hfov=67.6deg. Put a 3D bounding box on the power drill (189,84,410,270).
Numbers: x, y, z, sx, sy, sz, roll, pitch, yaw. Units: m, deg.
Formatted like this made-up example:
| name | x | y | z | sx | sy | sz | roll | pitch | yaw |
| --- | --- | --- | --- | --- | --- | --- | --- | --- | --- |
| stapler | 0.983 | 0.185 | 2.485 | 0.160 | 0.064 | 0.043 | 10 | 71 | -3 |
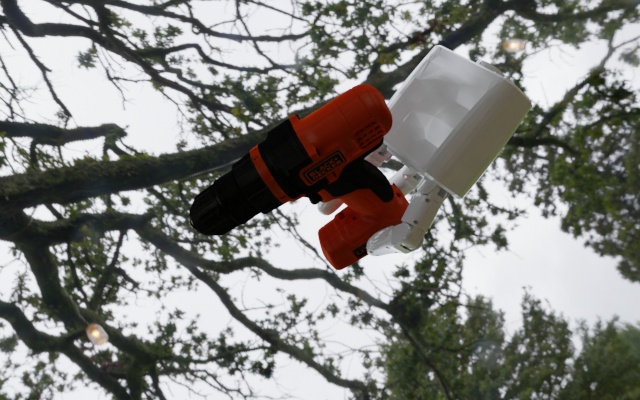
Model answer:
| name | x | y | z | sx | sy | sz | roll | pitch | yaw |
| --- | --- | --- | --- | --- | --- | --- | --- | --- | --- |
| power drill | 0.000 | 0.001 | 0.437 | 0.184 | 0.057 | 0.188 | -31 | -34 | 8 |
